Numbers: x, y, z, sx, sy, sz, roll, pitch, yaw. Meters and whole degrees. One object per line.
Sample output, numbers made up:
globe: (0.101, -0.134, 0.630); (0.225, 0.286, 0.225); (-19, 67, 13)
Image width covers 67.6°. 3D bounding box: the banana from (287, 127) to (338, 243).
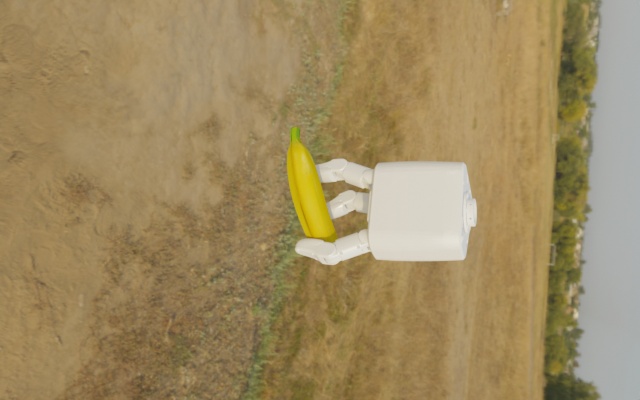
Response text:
banana: (-0.006, 0.008, 0.607); (0.037, 0.198, 0.069); (-5, 28, 20)
